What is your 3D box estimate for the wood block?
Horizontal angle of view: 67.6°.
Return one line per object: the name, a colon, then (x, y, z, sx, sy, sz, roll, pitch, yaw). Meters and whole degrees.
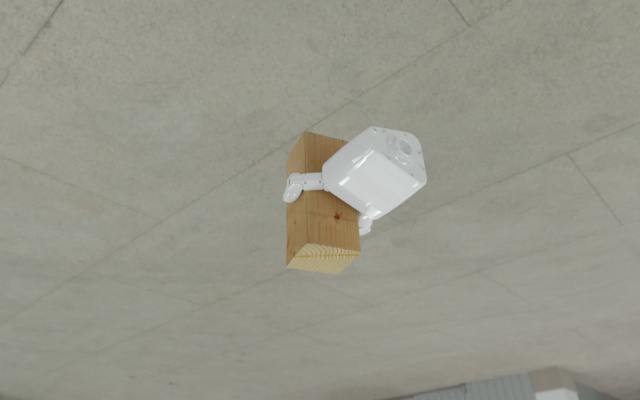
wood block: (0.000, 0.002, 0.771, 0.091, 0.206, 0.090, 12, -35, -21)
